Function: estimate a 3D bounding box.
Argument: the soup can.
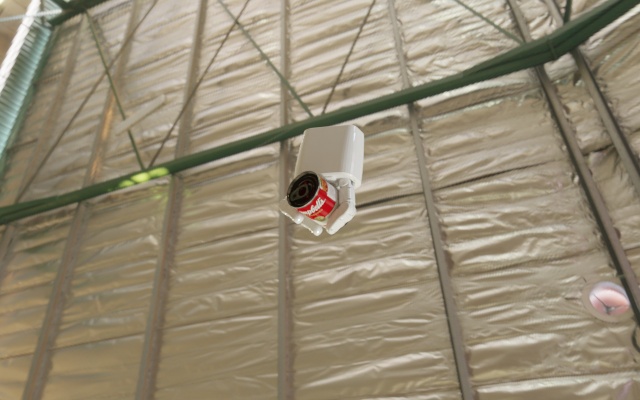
[{"bbox_3d":[0.000,0.003,0.814,0.068,0.068,0.102,0,-25,40],"label":"soup can"}]
